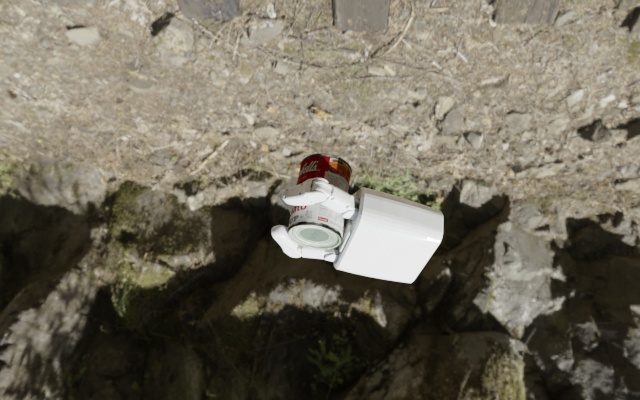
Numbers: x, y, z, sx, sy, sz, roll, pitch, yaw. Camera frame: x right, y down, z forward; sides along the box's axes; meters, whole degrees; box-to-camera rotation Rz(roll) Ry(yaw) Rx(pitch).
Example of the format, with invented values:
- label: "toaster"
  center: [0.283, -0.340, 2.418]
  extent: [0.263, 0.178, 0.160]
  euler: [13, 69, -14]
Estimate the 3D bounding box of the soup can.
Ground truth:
- label: "soup can"
  center: [0.000, 0.002, 0.596]
  extent: [0.068, 0.102, 0.068]
  euler: [7, -30, 4]
